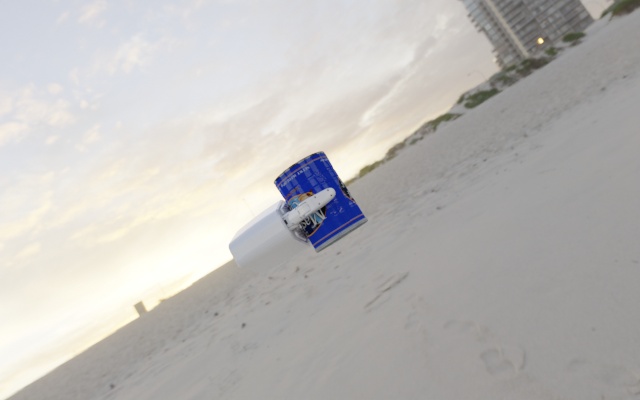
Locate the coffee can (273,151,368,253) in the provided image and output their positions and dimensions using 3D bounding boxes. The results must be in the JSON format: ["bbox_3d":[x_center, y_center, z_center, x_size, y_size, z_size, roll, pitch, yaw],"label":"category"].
[{"bbox_3d":[0.000,0.003,0.809,0.103,0.140,0.103,-32,-7,-4],"label":"coffee can"}]
